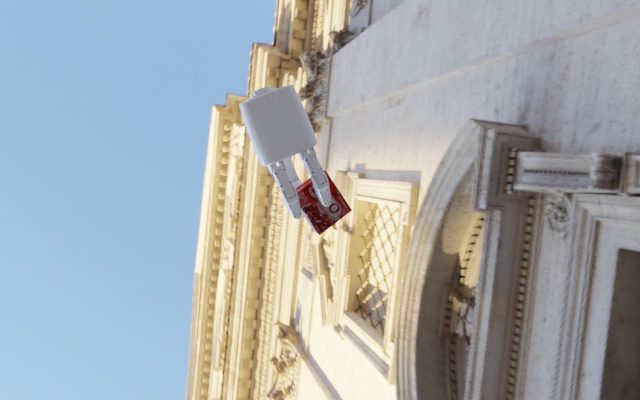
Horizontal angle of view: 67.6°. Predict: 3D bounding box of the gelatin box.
[{"bbox_3d":[0.000,0.003,0.816,0.073,0.089,0.030,-37,21,-9],"label":"gelatin box"}]
